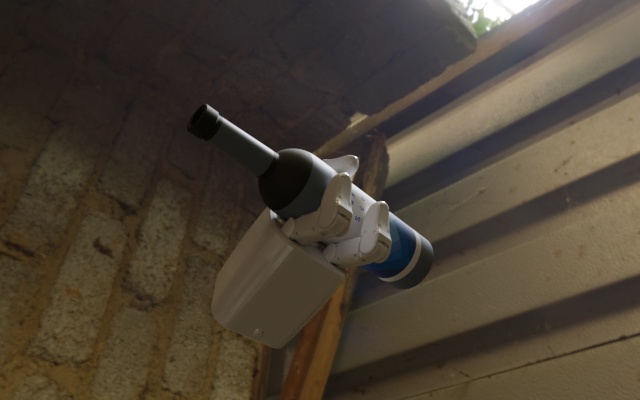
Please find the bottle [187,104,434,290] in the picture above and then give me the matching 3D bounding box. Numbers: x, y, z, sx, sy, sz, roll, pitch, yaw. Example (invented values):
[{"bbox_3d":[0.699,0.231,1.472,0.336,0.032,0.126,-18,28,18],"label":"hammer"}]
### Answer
[{"bbox_3d":[0.000,0.002,0.473,0.296,0.069,0.069,34,-20,-32],"label":"bottle"}]
